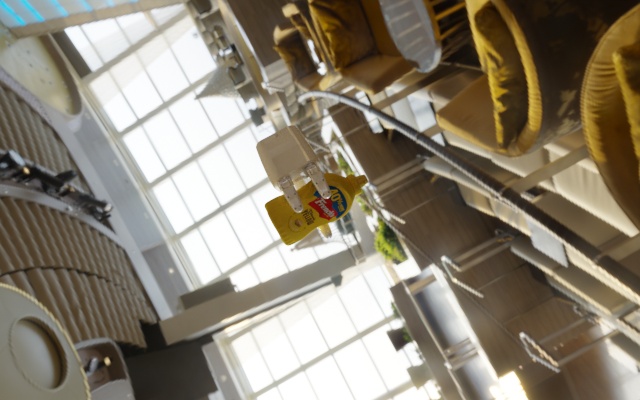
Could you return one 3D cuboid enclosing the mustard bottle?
[{"bbox_3d":[0.000,0.003,0.879,0.191,0.096,0.058,-28,34,-3],"label":"mustard bottle"}]
